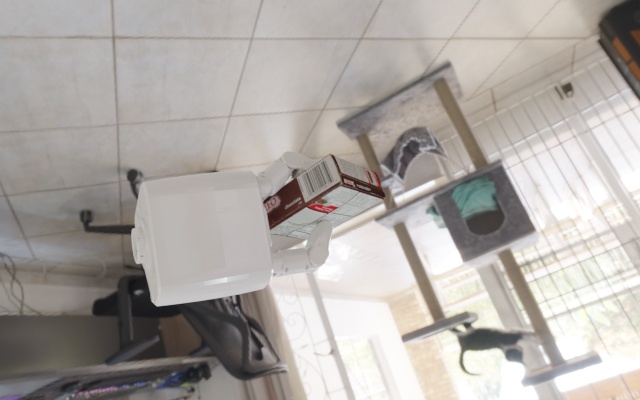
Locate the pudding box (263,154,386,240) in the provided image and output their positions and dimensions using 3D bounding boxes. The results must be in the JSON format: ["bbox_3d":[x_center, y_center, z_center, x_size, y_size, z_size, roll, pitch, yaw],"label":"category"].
[{"bbox_3d":[0.000,0.002,0.519,0.113,0.039,0.090,-31,-25,29],"label":"pudding box"}]
